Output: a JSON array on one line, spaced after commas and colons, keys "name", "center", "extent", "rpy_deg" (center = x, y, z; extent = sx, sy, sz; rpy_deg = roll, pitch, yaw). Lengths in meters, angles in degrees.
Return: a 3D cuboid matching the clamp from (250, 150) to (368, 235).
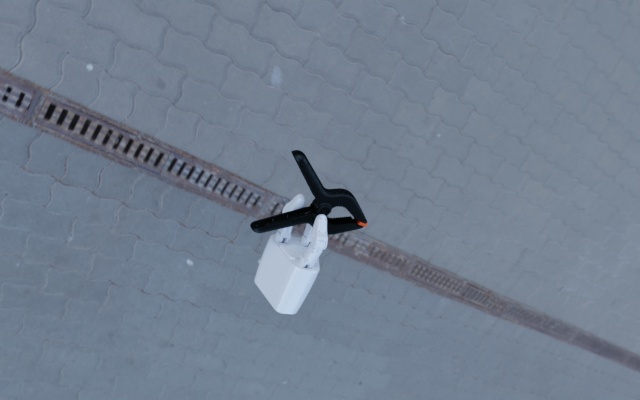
[{"name": "clamp", "center": [0.001, 0.003, 0.836], "extent": [0.210, 0.165, 0.036], "rpy_deg": [12, 28, -27]}]
